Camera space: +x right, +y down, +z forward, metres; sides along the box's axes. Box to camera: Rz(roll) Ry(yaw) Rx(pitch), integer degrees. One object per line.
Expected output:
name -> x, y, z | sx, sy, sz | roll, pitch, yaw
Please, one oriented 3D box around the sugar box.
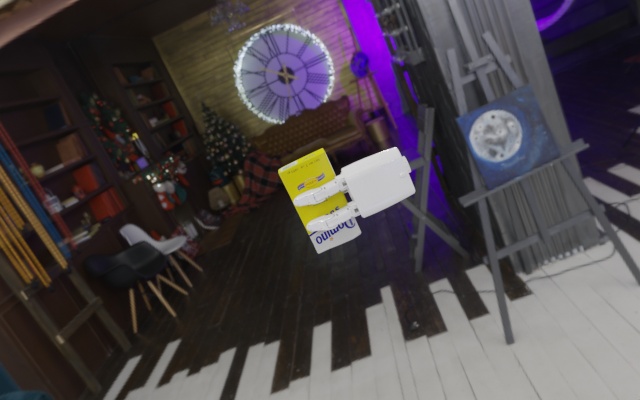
sugar box -> 0.000, 0.003, 0.887 | 0.093, 0.176, 0.048 | -25, 16, 4
